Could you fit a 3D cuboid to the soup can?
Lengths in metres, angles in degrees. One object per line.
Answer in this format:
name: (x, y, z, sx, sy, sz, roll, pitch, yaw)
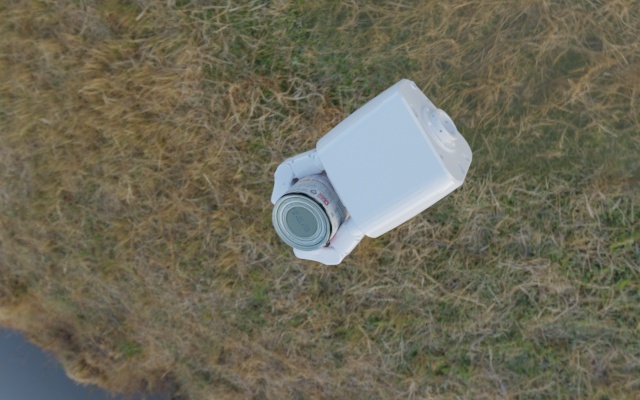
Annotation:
soup can: (0.000, 0.002, 0.516, 0.068, 0.068, 0.102, 0, 25, 26)
